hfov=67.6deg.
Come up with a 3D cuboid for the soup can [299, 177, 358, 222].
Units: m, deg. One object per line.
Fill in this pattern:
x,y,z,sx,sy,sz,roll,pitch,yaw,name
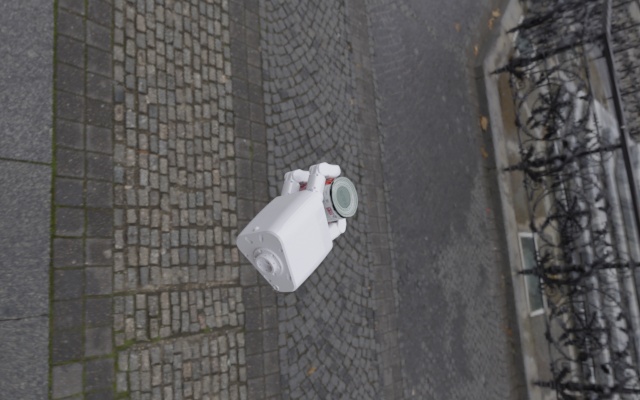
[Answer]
0.001,0.002,0.772,0.102,0.068,0.068,-12,-8,40,soup can
